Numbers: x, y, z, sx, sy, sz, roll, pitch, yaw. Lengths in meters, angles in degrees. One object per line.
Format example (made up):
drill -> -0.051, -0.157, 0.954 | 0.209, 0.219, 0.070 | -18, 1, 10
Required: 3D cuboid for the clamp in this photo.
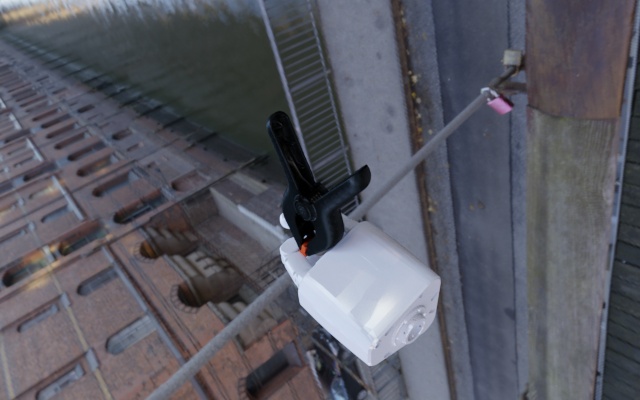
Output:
clamp -> 0.000, 0.002, 0.482 | 0.039, 0.172, 0.120 | -34, 50, -26
